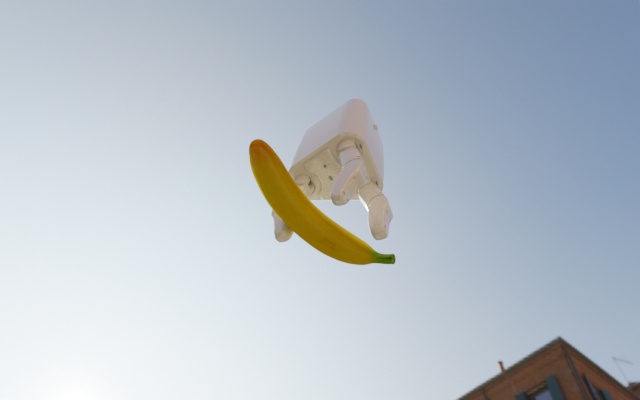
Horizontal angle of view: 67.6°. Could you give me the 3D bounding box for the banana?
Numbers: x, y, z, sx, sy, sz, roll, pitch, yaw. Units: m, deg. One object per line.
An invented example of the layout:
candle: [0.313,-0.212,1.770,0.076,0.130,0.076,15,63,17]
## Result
banana: [-0.009,0.013,0.509,0.198,0.037,0.070,39,-50,-17]
